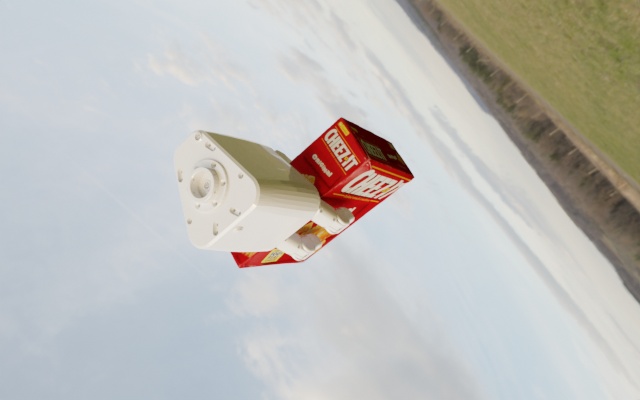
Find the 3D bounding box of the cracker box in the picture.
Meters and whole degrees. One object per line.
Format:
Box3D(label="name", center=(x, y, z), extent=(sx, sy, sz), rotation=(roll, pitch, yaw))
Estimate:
Box3D(label="cracker box", center=(0.000, 0.002, 0.621), extent=(0.214, 0.072, 0.164), rotation=(-39, -20, 21))
